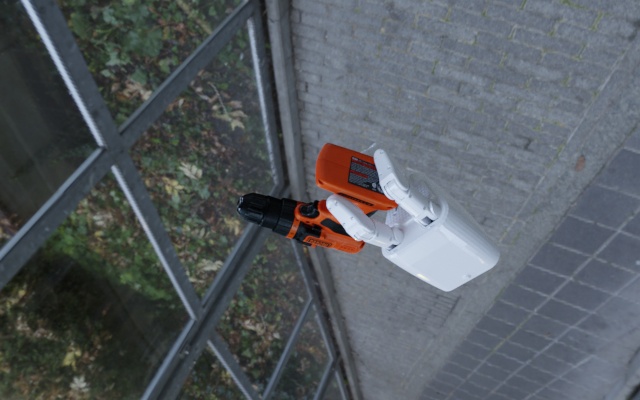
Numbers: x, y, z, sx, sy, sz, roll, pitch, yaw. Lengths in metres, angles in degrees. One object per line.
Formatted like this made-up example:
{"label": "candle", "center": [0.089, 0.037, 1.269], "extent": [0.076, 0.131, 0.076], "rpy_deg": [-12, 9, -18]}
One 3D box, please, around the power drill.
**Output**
{"label": "power drill", "center": [0.001, 0.002, 0.595], "extent": [0.184, 0.057, 0.188], "rpy_deg": [16, -27, -15]}
